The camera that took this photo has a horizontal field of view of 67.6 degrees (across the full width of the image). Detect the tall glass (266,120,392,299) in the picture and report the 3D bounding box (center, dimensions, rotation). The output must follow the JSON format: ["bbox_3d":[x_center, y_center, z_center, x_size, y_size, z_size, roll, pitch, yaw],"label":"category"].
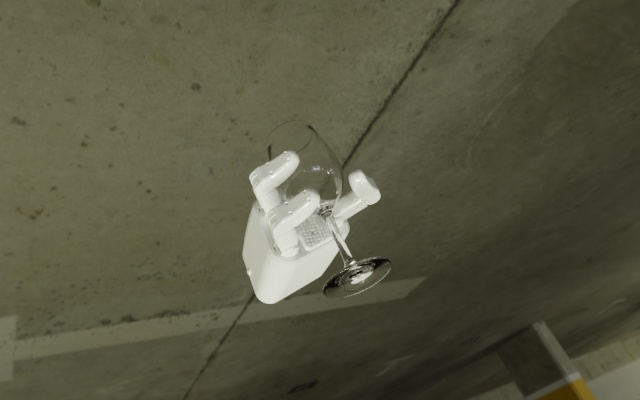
[{"bbox_3d":[0.000,0.002,0.524,0.079,0.201,0.079,-18,-32,-12],"label":"tall glass"}]
